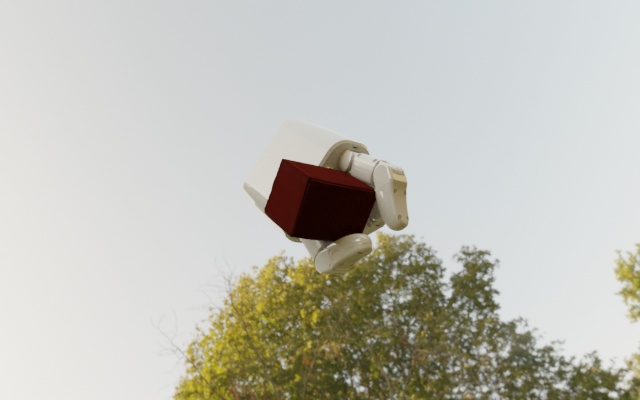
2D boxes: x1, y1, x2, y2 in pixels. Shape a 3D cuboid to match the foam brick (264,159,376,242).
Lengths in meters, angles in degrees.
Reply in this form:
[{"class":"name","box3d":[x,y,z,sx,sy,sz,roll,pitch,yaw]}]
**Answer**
[{"class":"foam brick","box3d":[0.000,0.001,0.417,0.078,0.053,0.051,10,17,-39]}]
